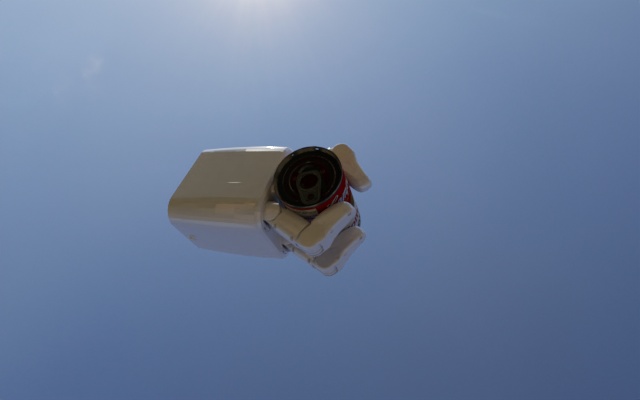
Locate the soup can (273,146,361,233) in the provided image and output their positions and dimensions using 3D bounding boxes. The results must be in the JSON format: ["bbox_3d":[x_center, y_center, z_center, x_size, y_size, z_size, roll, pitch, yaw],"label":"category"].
[{"bbox_3d":[0.001,0.002,0.488,0.068,0.068,0.102,0,-29,17],"label":"soup can"}]
